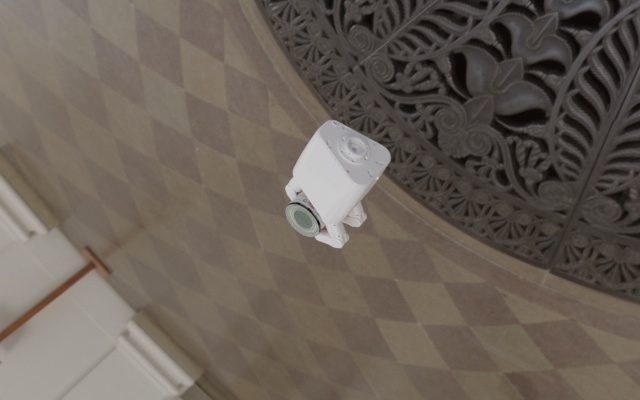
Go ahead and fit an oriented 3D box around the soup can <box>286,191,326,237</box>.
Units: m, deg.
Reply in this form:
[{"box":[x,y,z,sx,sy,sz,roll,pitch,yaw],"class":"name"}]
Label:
[{"box":[0.000,0.003,0.768,0.068,0.068,0.102,0,35,44],"class":"soup can"}]
